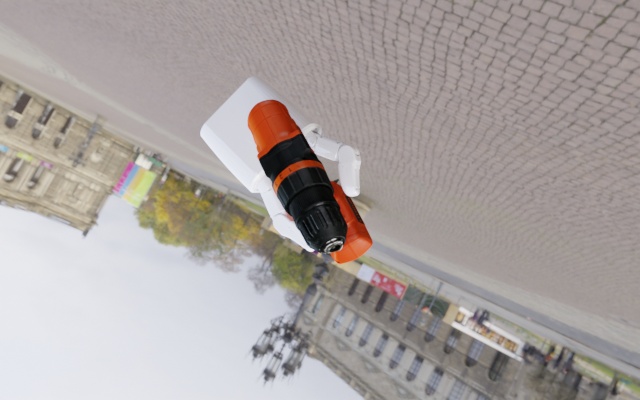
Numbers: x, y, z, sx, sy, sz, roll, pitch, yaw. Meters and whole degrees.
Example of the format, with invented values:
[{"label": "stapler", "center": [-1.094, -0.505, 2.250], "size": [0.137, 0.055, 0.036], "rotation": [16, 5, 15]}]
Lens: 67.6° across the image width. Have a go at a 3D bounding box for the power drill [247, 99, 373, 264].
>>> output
[{"label": "power drill", "center": [0.000, 0.002, 0.512], "size": [0.057, 0.184, 0.188], "rotation": [-29, -33, 5]}]
